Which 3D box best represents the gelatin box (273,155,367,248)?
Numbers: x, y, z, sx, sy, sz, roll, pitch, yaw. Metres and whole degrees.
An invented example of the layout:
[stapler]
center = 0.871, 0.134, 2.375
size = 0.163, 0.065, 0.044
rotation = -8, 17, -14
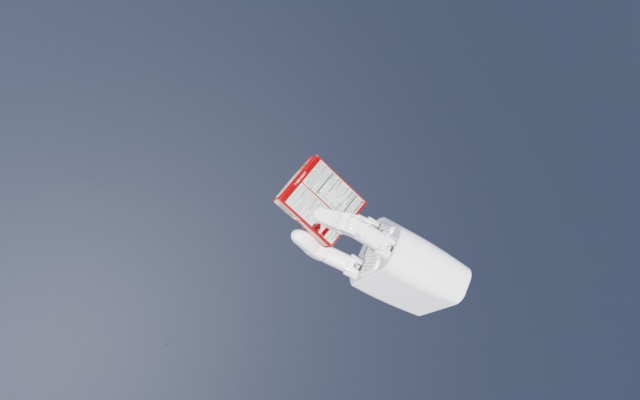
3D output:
[gelatin box]
center = 0.000, 0.002, 0.575
size = 0.089, 0.073, 0.030
rotation = 43, -16, -13
